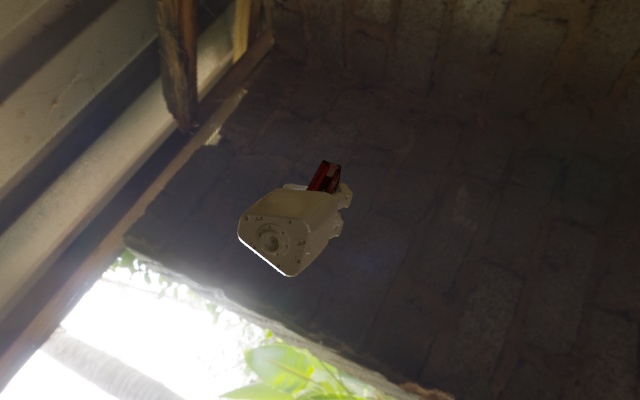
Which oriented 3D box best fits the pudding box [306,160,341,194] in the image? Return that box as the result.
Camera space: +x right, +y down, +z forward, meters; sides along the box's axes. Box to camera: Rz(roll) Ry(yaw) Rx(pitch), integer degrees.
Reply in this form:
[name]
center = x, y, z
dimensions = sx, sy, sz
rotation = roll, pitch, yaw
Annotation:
[pudding box]
center = 0.000, 0.003, 0.799
dimensions = 0.039, 0.090, 0.114
rotation = 21, -37, 11
